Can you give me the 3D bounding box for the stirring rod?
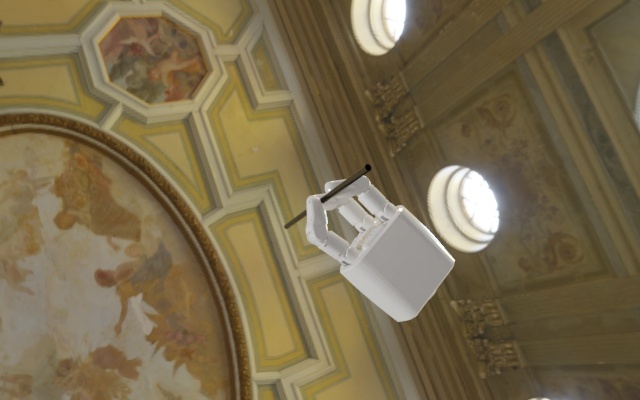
[{"bbox_3d":[0.000,0.002,0.614,0.011,0.011,0.239,0,-18,-27],"label":"stirring rod"}]
